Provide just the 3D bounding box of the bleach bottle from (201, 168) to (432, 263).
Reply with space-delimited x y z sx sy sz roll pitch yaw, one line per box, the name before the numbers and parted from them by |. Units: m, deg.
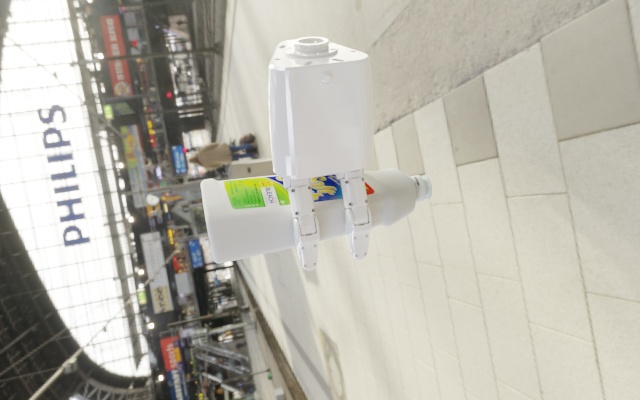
bleach bottle | 0.000 0.002 0.533 0.251 0.068 0.102 -10 32 -13
